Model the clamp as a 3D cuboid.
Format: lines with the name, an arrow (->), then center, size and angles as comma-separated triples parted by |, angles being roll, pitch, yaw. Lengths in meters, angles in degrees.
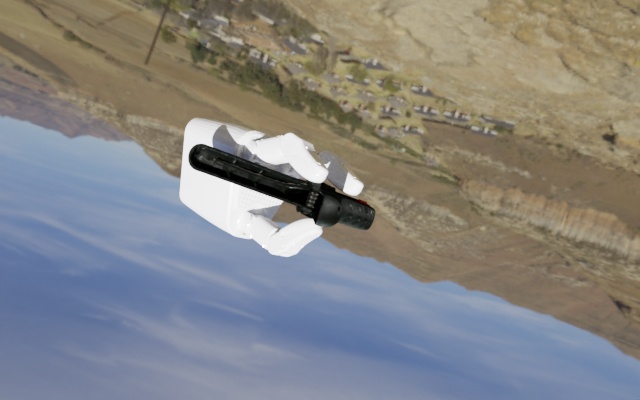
clamp -> 0.000, 0.002, 0.456 | 0.164, 0.036, 0.210 | 25, 4, 40
